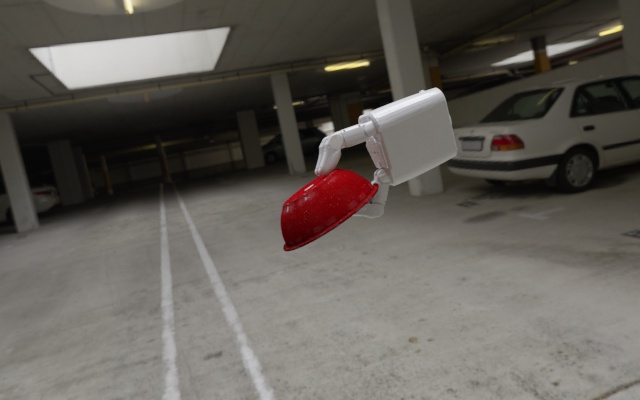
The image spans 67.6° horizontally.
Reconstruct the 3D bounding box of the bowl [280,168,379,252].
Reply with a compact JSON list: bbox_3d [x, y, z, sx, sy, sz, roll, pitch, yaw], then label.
[{"bbox_3d":[-0.001,0.003,0.666,0.162,0.055,0.162,-34,8,5],"label":"bowl"}]
